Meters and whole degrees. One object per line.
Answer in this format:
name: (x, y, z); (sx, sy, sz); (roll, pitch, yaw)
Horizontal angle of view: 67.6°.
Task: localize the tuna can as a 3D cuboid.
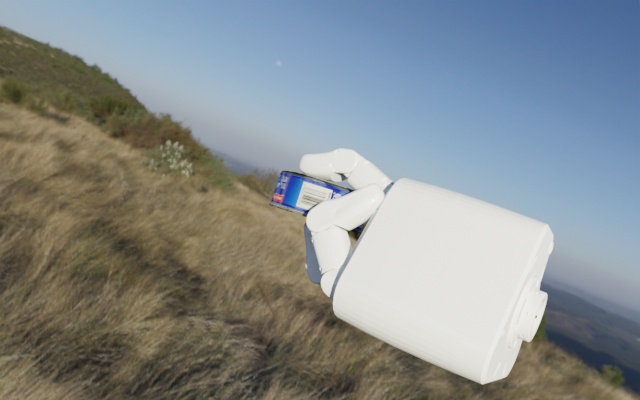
tuna can: (0.000, 0.001, 0.427); (0.086, 0.034, 0.086); (18, -2, 1)
